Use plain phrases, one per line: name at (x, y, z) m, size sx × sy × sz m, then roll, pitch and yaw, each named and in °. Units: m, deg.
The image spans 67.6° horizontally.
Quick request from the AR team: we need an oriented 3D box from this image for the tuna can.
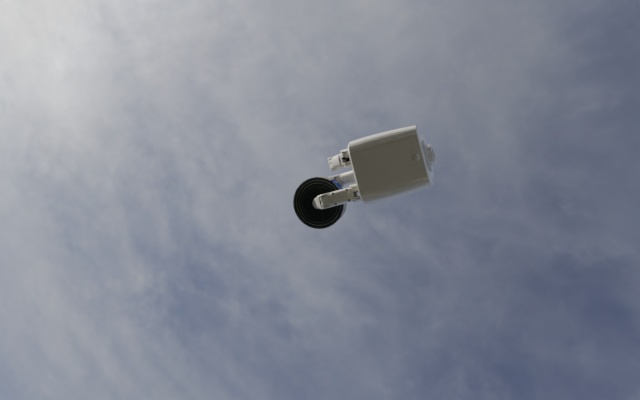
tuna can at (0.000, 0.003, 0.797) m, size 0.086 × 0.086 × 0.033 m, roll 0°, pitch 7°, yaw 15°
